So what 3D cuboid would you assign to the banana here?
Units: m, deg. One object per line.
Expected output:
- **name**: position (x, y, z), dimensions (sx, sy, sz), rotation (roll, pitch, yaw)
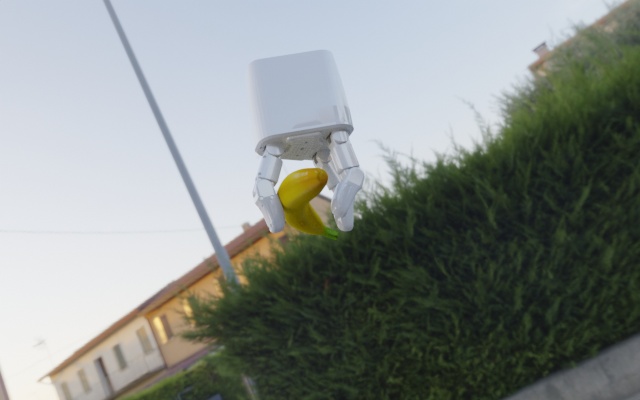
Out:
- **banana**: position (-0.018, 0.002, 0.555), dimensions (0.069, 0.037, 0.198), rotation (2, -19, 7)
